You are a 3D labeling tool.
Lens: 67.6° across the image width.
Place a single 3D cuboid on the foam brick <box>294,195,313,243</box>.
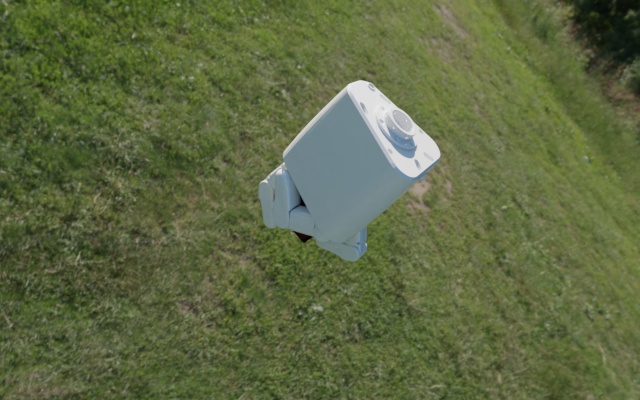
[{"bbox_3d":[0.000,0.002,0.533,0.051,0.053,0.078,-43,-6,38],"label":"foam brick"}]
